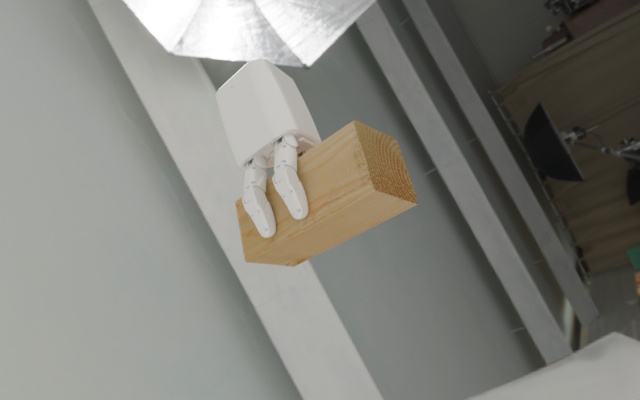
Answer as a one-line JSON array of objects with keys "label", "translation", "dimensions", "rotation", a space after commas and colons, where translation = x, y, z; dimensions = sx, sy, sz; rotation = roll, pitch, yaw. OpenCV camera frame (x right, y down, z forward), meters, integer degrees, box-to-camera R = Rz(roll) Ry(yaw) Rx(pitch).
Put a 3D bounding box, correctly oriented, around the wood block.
[{"label": "wood block", "translation": [0.000, 0.002, 0.585], "dimensions": [0.206, 0.090, 0.091], "rotation": [-31, -28, 34]}]
